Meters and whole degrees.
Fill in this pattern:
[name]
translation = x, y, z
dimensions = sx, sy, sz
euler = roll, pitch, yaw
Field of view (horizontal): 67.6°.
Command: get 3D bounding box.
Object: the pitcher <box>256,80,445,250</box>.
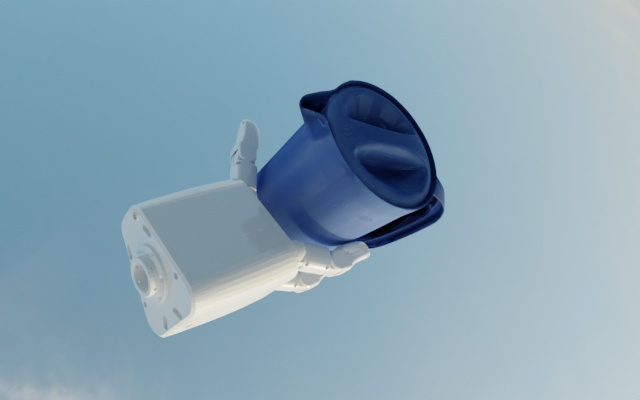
[pitcher]
translation = 0.000, 0.002, 0.510
dimensions = 0.145, 0.149, 0.243
euler = -17, -13, -45
